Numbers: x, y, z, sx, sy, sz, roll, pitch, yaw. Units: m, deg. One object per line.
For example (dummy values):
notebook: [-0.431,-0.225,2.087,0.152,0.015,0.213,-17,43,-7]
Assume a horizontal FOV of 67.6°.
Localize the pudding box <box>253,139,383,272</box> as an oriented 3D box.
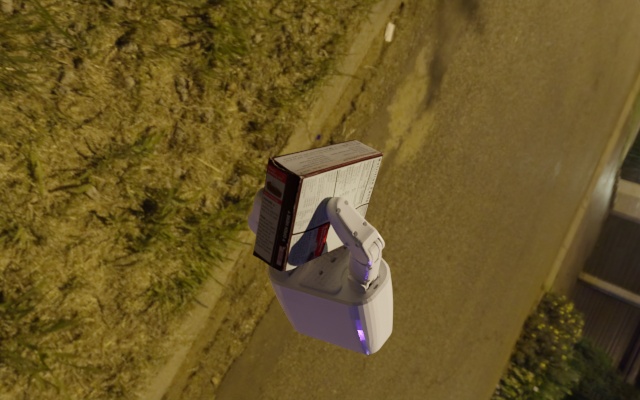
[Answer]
pudding box: [0.000,0.001,0.407,0.039,0.090,0.113,28,30,30]
